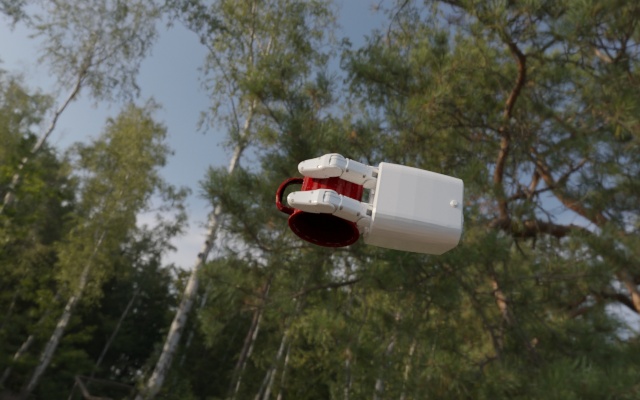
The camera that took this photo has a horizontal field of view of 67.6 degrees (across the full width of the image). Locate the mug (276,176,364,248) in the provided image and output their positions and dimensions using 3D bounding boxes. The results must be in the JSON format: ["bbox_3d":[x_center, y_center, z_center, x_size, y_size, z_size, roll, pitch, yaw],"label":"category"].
[{"bbox_3d":[-0.001,0.002,0.631,0.117,0.081,0.093,12,-32,2],"label":"mug"}]
